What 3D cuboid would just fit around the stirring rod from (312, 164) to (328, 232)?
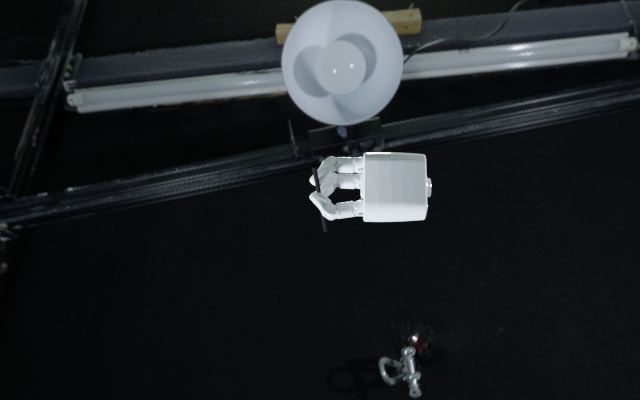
[{"bbox_3d":[0.000,0.003,0.865,0.011,0.011,0.240,0,-29,6],"label":"stirring rod"}]
